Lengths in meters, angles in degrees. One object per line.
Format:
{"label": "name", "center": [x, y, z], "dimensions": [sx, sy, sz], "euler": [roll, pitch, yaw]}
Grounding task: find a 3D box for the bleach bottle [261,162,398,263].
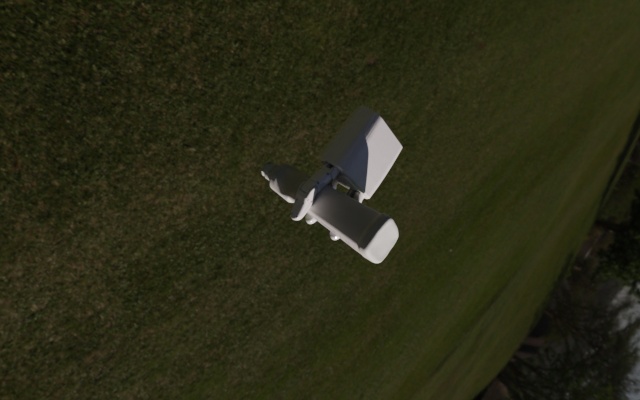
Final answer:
{"label": "bleach bottle", "center": [0.000, 0.003, 0.755], "dimensions": [0.250, 0.068, 0.103], "euler": [33, -7, 27]}
